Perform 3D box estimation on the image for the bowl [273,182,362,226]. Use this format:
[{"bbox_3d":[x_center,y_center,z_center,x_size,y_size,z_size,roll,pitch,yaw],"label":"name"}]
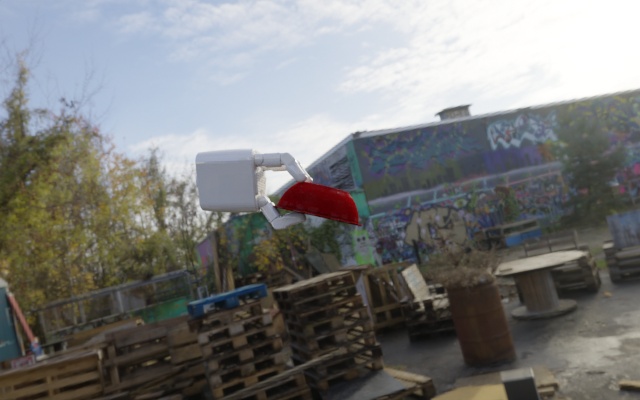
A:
[{"bbox_3d":[0.002,0.003,0.848,0.162,0.055,0.162,13,-2,0],"label":"bowl"}]
